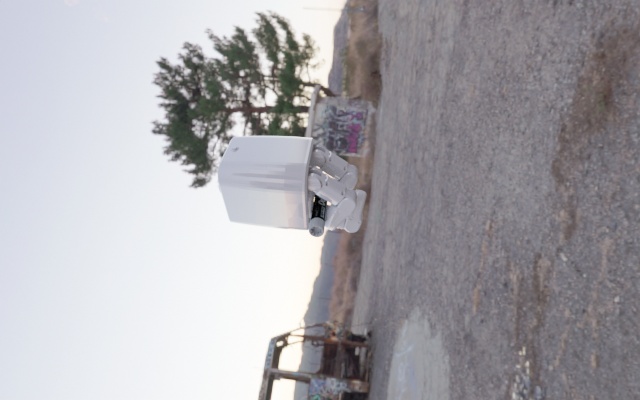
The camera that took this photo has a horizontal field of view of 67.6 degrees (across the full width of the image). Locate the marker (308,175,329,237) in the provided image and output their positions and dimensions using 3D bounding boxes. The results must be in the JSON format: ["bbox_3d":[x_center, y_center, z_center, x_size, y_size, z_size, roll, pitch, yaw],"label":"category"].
[{"bbox_3d":[0.000,0.002,0.609,0.020,0.020,0.121,0,35,6],"label":"marker"}]
